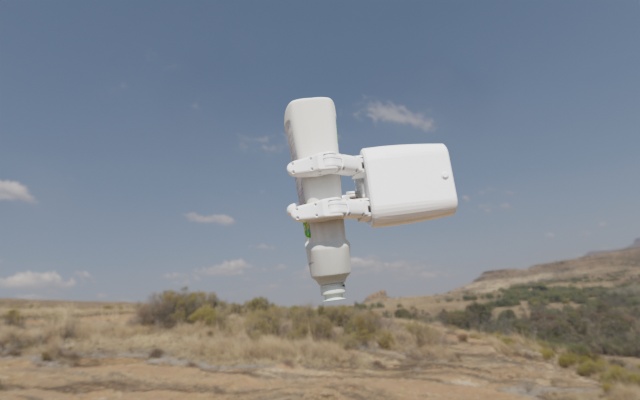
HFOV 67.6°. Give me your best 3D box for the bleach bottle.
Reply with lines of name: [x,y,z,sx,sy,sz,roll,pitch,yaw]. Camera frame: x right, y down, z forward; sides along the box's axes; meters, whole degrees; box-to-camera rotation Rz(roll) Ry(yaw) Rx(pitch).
bleach bottle: [0.000,0.002,0.614,0.068,0.250,0.102,-6,-12,-6]
